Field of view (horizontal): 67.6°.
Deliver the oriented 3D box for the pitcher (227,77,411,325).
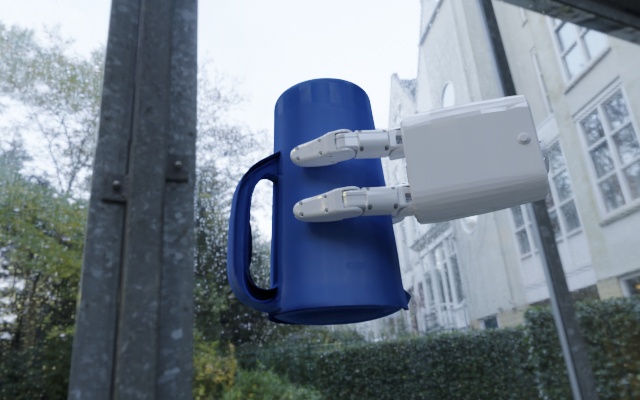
[{"bbox_3d":[0.000,0.002,0.485,0.145,0.242,0.149,-11,-21,17],"label":"pitcher"}]
